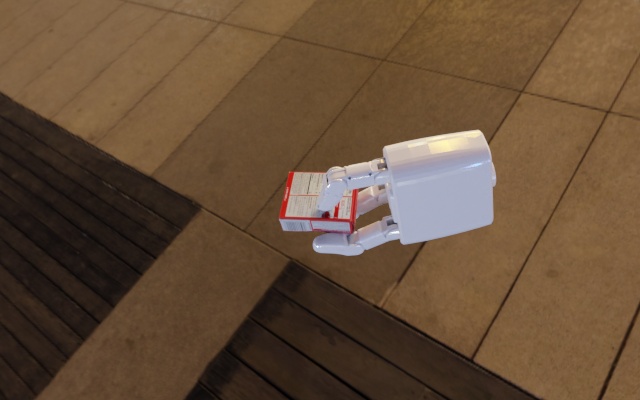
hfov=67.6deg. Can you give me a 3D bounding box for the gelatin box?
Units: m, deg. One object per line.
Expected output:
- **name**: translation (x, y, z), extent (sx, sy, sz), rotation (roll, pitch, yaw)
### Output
- **gelatin box**: translation (0.000, 0.002, 0.578), extent (0.089, 0.073, 0.030), rotation (2, -37, 10)
